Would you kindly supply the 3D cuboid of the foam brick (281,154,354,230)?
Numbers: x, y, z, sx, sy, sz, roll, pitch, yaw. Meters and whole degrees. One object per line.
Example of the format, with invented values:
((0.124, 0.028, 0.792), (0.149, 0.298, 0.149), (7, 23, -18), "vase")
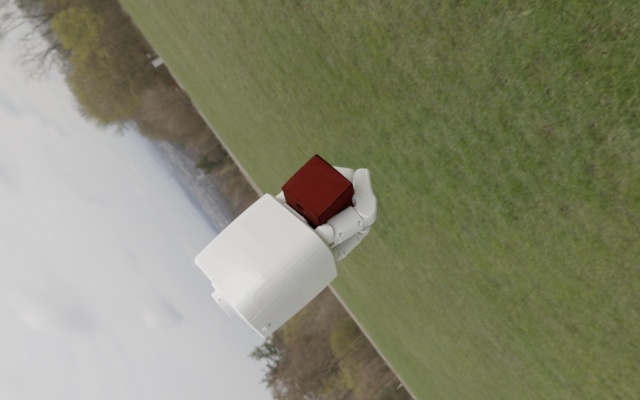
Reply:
((0.000, 0.001, 0.499), (0.053, 0.051, 0.078), (40, -16, 23), "foam brick")
